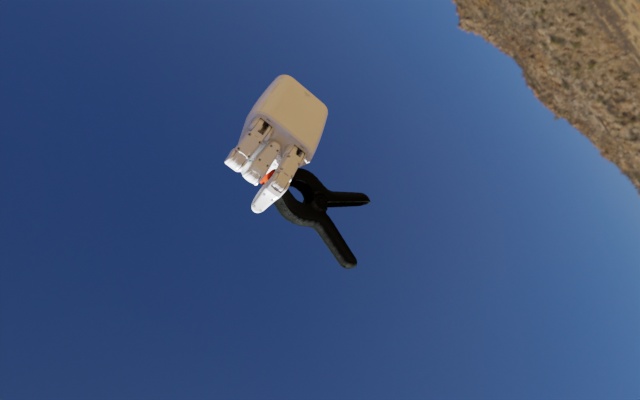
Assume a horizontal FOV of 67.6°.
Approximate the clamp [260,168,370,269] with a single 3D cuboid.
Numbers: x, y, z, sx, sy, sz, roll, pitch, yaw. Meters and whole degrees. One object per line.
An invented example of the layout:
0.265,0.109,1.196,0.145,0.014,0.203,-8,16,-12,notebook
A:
0.000,0.002,0.652,0.171,0.120,0.039,41,-45,-19,clamp
